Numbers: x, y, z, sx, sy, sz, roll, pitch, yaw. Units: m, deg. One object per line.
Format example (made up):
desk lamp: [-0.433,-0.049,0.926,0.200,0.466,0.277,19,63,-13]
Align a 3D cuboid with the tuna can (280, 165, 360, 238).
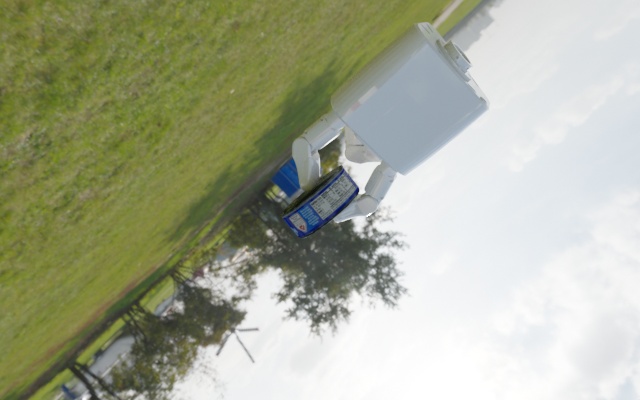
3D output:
tuna can: [0.000,0.002,0.512,0.086,0.034,0.086,-39,7,6]
